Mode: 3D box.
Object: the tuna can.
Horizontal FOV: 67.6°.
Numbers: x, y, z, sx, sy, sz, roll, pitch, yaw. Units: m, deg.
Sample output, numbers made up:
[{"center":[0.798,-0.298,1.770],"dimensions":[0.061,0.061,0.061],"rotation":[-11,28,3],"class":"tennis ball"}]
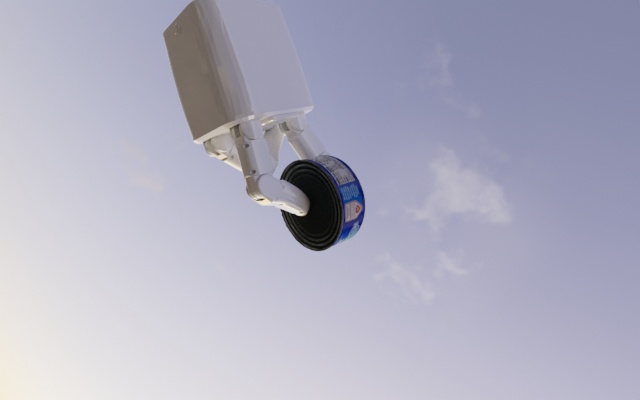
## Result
[{"center":[0.000,0.001,0.445],"dimensions":[0.033,0.086,0.086],"rotation":[-18,12,-41],"class":"tuna can"}]
